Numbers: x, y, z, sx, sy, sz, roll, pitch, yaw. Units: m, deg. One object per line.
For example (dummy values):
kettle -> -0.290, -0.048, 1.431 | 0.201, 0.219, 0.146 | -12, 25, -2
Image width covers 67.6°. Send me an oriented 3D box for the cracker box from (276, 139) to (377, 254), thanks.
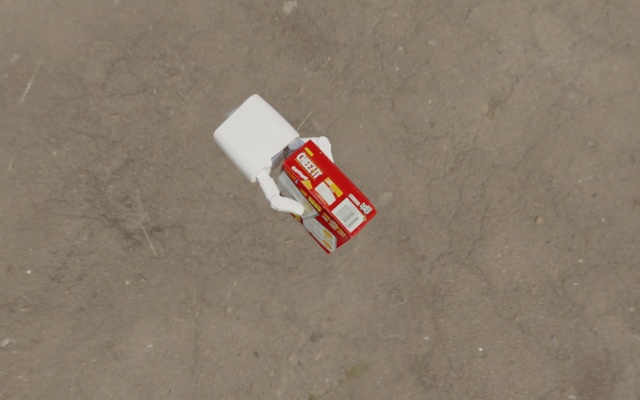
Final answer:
cracker box -> 0.000, 0.003, 0.851 | 0.072, 0.164, 0.214 | -42, -4, -16
